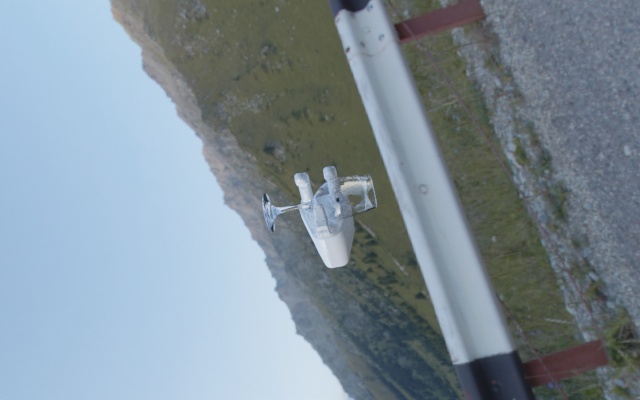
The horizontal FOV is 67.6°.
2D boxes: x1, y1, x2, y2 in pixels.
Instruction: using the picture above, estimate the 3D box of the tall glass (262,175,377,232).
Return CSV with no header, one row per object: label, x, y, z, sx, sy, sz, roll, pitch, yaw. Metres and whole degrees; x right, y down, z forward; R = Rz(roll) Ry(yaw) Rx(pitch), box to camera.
tall glass,-0.001,0.003,0.877,0.201,0.079,0.079,-12,-1,6
